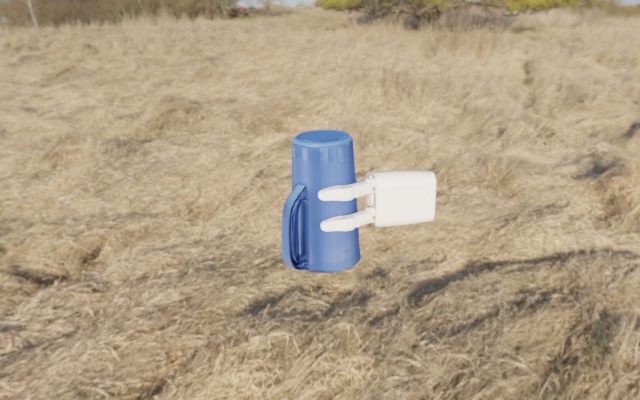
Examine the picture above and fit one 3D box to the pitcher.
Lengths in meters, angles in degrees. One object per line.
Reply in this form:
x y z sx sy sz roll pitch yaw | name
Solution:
0.000 0.003 0.864 0.145 0.243 0.149 -3 20 -2 | pitcher
